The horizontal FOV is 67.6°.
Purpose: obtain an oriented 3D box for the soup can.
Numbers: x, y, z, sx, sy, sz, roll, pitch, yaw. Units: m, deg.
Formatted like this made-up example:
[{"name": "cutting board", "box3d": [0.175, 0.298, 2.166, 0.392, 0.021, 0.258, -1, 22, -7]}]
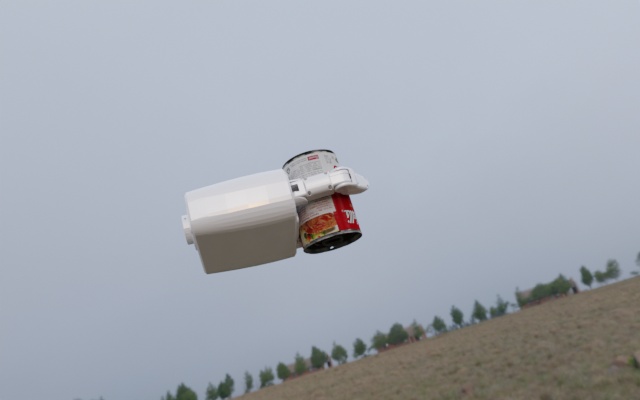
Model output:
[{"name": "soup can", "box3d": [0.000, 0.001, 0.543, 0.068, 0.102, 0.068, -15, -18, -5]}]
